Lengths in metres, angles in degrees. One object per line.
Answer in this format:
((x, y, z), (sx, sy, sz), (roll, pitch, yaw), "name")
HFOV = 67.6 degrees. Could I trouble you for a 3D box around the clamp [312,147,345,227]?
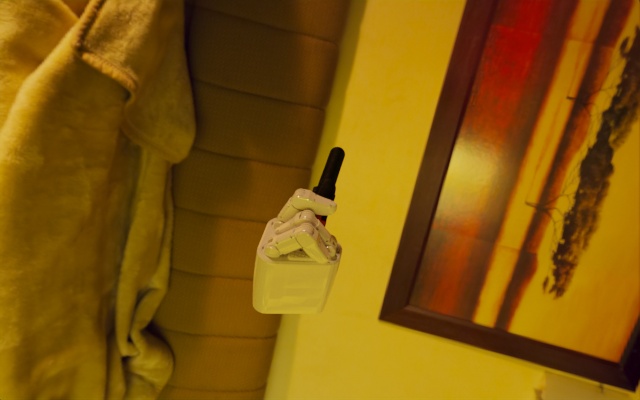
((0.001, 0.003, 0.728), (0.039, 0.120, 0.171), (17, 34, 3), "clamp")
